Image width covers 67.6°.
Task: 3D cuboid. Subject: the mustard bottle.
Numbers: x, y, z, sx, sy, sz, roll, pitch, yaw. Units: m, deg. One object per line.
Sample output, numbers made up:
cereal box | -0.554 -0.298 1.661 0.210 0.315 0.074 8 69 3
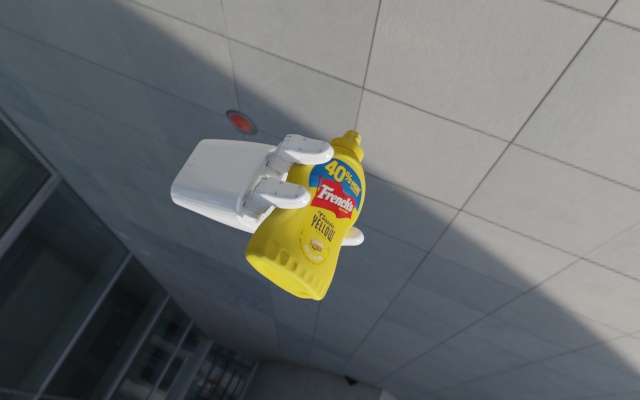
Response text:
mustard bottle | 0.000 0.002 0.513 0.058 0.191 0.096 -6 -40 49
